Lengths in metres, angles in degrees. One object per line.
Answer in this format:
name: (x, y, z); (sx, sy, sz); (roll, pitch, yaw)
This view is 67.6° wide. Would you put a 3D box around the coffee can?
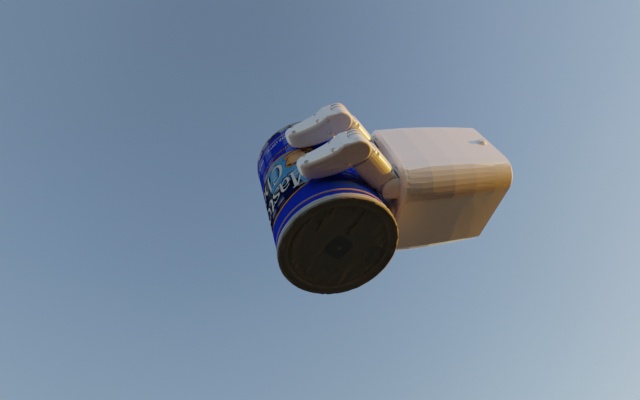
coffee can: (0.000, 0.002, 0.445); (0.103, 0.103, 0.140); (0, 34, -16)
